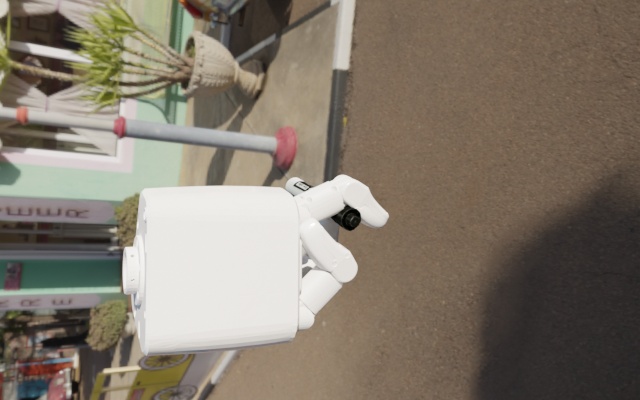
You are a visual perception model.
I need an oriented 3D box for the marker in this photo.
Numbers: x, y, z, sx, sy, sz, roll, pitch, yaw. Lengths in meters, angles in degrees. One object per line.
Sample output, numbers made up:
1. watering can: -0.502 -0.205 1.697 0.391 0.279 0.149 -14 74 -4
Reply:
1. marker: 0.000 0.001 0.424 0.020 0.020 0.121 0 15 -27
